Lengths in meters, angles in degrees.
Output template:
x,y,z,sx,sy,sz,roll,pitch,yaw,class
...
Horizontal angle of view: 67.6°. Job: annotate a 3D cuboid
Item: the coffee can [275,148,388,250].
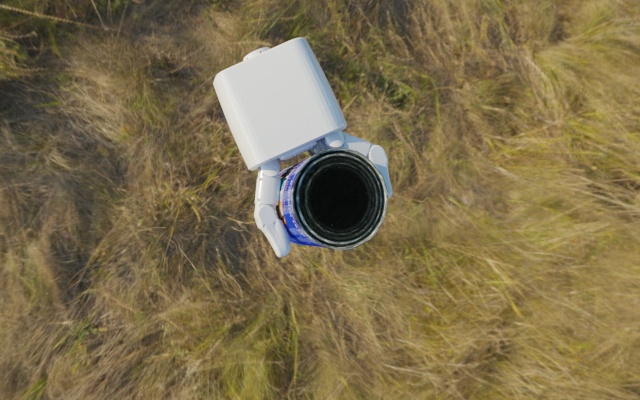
x,y,z,sx,sy,sz,roll,pitch,yaw,class
0.000,0.002,0.540,0.103,0.103,0.140,0,-3,-17,coffee can
